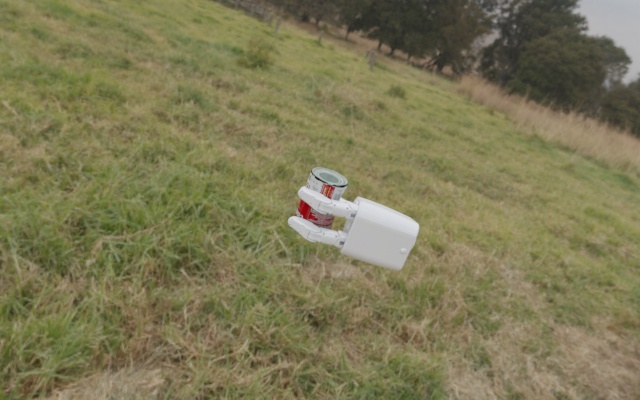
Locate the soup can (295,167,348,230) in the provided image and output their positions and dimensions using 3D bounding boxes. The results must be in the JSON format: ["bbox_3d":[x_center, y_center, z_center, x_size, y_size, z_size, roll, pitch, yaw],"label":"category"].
[{"bbox_3d":[0.000,0.002,0.824,0.068,0.102,0.068,17,23,-8],"label":"soup can"}]
